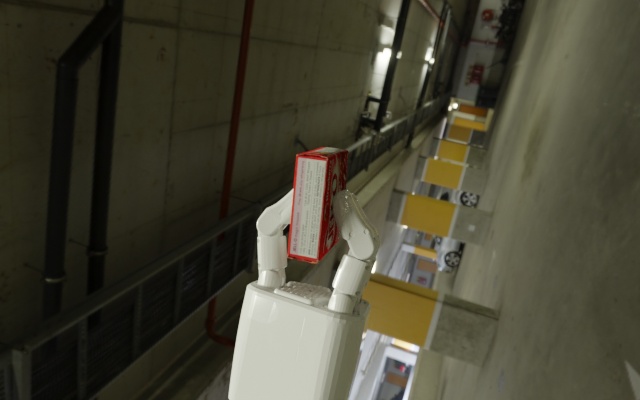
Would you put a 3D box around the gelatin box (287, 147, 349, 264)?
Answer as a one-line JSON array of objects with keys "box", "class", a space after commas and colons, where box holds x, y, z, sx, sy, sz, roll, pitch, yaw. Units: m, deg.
[{"box": [0.000, 0.001, 0.412, 0.030, 0.089, 0.073, 8, 12, 15], "class": "gelatin box"}]
